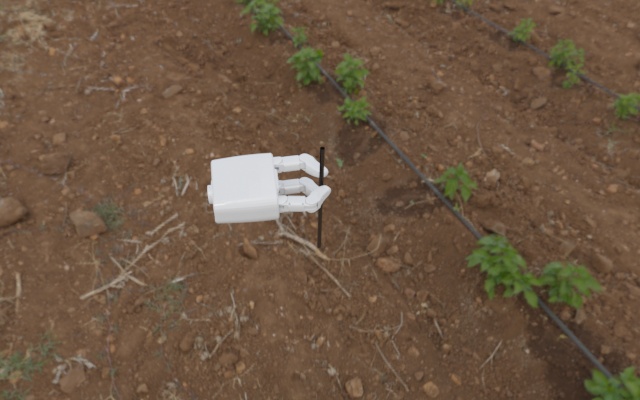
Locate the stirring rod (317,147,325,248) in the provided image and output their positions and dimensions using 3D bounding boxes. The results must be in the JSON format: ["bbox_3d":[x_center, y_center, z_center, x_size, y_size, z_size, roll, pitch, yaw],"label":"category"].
[{"bbox_3d":[0.000,0.003,0.853,0.011,0.240,0.011,1,44,-1],"label":"stirring rod"}]
